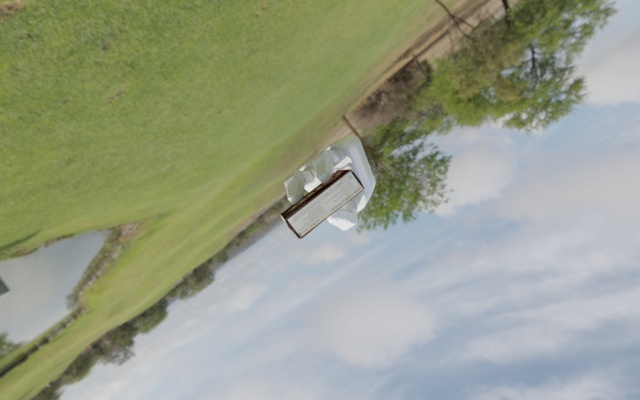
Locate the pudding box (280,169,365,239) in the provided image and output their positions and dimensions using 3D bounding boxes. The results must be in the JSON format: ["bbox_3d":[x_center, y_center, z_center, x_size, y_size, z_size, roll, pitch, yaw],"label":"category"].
[{"bbox_3d":[0.000,0.002,0.663,0.113,0.039,0.090,-40,6,-5],"label":"pudding box"}]
